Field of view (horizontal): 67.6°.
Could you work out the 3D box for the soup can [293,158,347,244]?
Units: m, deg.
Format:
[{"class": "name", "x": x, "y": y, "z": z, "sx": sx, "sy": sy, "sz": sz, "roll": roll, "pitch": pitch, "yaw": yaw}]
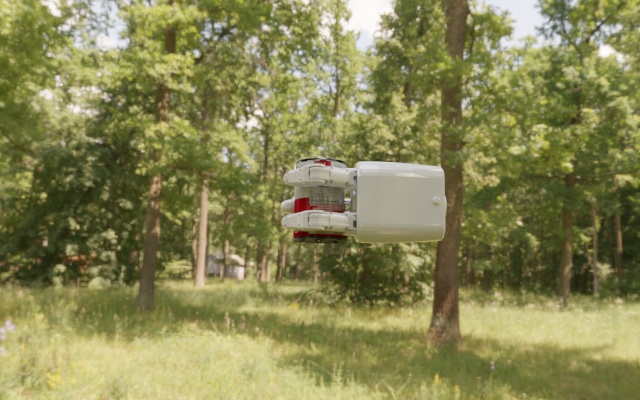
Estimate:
[{"class": "soup can", "x": 0.000, "y": 0.002, "z": 0.611, "sx": 0.068, "sy": 0.102, "sz": 0.068, "roll": 1, "pitch": -9, "yaw": 0}]
